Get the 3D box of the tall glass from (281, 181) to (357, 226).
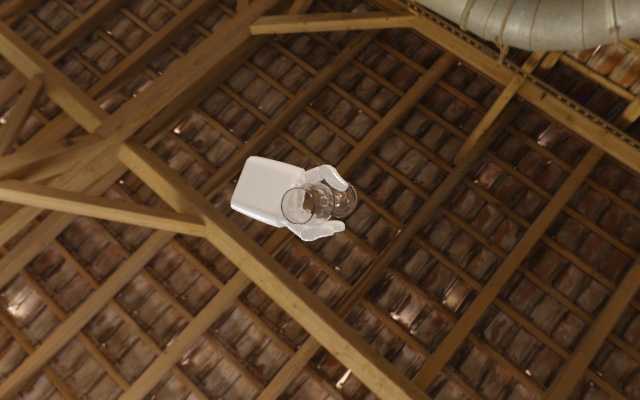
[{"bbox_3d":[0.001,0.003,0.868,0.079,0.079,0.201,0,4,22],"label":"tall glass"}]
